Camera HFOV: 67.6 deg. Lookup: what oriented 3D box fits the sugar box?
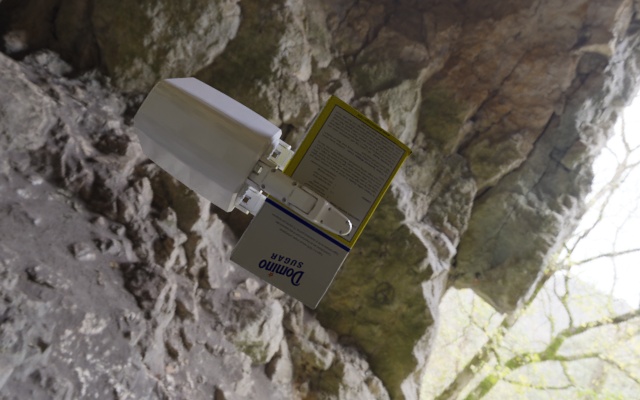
[{"bbox_3d":[0.000,0.001,0.450,0.093,0.176,0.048,33,-1,-8],"label":"sugar box"}]
